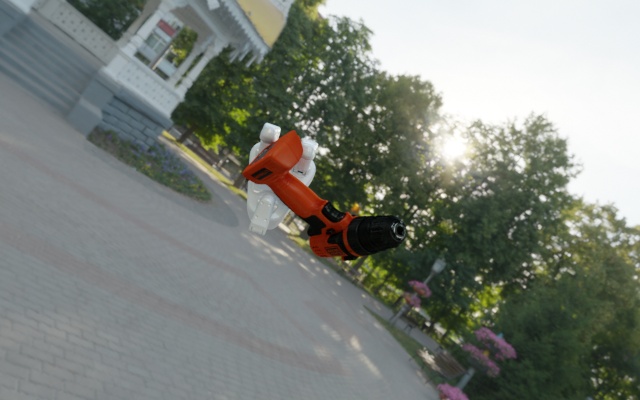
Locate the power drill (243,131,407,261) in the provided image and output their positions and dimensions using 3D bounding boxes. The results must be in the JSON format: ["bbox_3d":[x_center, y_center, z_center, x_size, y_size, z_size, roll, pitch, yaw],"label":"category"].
[{"bbox_3d":[0.000,0.002,0.609,0.057,0.188,0.184,-51,18,-29],"label":"power drill"}]
